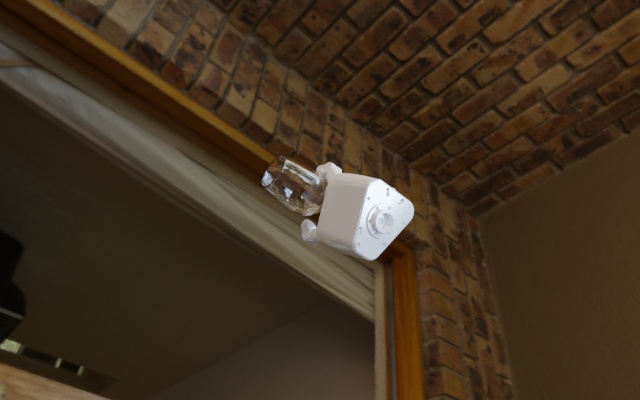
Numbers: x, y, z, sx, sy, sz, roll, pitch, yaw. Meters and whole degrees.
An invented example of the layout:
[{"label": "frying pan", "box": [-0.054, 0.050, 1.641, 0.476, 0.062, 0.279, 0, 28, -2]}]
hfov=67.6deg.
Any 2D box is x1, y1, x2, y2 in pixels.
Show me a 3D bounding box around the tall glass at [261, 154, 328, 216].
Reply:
[{"label": "tall glass", "box": [0.001, 0.003, 0.792, 0.201, 0.079, 0.079, 34, -16, -26]}]
